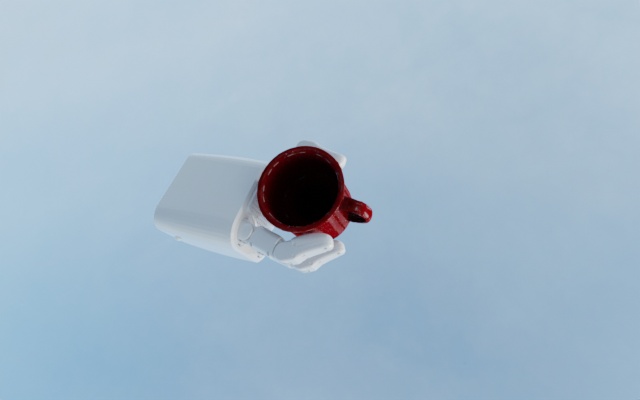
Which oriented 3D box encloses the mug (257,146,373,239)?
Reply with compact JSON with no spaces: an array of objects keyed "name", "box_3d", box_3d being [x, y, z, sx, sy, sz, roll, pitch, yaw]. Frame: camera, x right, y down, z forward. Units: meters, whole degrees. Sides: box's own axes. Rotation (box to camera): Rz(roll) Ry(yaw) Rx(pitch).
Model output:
[{"name":"mug","box_3d":[0.001,0.002,0.515,0.117,0.093,0.081,12,-14,19]}]
